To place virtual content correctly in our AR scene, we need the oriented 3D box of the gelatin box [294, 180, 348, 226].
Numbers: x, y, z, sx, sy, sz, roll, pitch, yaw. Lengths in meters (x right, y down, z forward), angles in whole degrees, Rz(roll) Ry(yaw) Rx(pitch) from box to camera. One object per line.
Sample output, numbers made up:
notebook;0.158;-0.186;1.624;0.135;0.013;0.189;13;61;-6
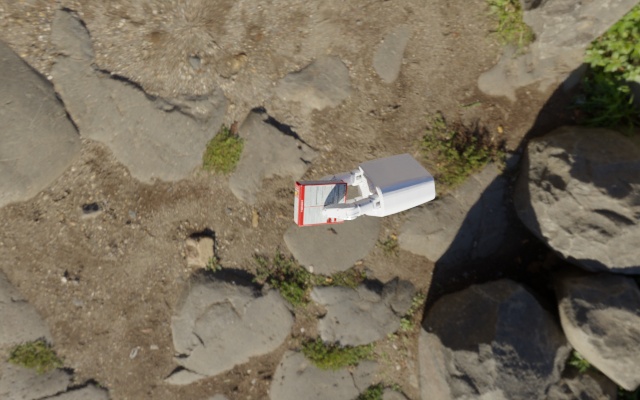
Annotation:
gelatin box;0.000;0.003;0.826;0.089;0.073;0.030;-4;19;-23
